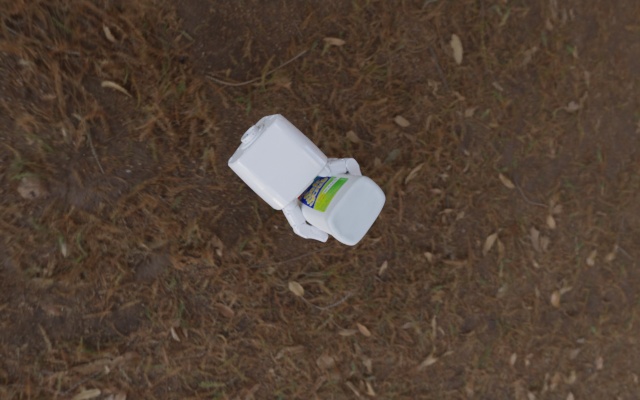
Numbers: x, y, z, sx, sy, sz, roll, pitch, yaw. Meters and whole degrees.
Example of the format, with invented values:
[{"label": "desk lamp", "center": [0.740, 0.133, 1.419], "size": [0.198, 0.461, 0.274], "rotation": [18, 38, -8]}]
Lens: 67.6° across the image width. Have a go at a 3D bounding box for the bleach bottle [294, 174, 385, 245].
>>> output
[{"label": "bleach bottle", "center": [0.000, 0.003, 0.788], "size": [0.068, 0.102, 0.251], "rotation": [43, -14, -23]}]
